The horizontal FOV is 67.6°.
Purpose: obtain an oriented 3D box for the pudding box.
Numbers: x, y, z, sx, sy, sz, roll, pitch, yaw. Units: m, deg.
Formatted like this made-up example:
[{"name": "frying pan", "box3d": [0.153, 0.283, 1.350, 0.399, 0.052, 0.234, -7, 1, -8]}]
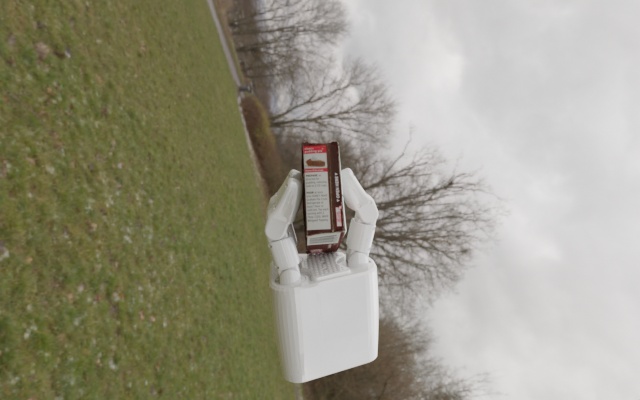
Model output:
[{"name": "pudding box", "box3d": [0.000, 0.002, 0.481, 0.039, 0.090, 0.113, -3, -15, -4]}]
